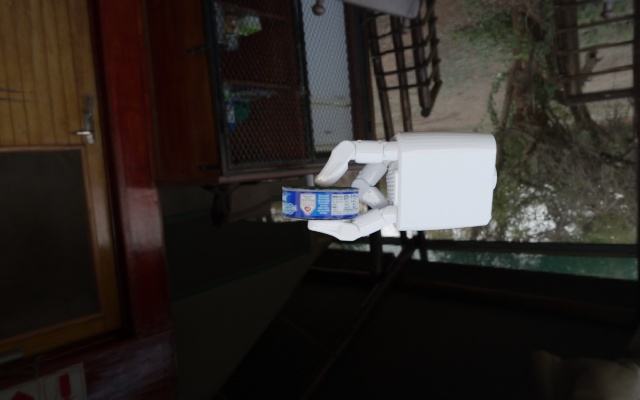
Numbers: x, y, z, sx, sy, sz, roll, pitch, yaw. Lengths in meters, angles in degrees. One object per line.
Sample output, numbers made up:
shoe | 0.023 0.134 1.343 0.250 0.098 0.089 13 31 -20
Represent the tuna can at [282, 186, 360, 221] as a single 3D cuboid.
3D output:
tuna can | 0.000 0.002 0.530 0.086 0.034 0.086 1 4 0
